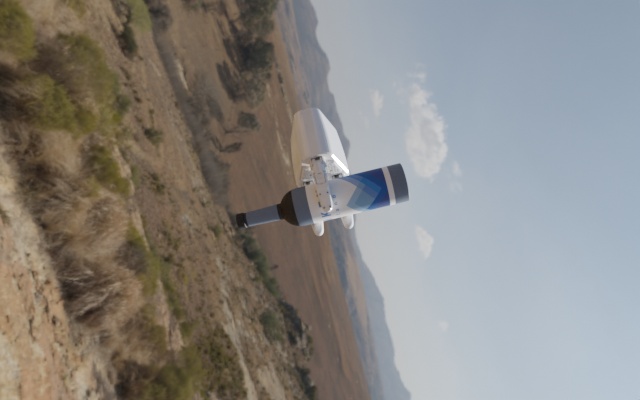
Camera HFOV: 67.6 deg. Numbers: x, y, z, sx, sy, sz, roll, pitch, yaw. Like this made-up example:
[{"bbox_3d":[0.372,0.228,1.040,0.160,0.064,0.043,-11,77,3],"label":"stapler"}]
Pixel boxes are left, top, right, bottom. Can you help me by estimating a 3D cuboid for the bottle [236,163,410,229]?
[{"bbox_3d":[0.000,0.003,0.820,0.296,0.069,0.069,-13,-1,3],"label":"bottle"}]
